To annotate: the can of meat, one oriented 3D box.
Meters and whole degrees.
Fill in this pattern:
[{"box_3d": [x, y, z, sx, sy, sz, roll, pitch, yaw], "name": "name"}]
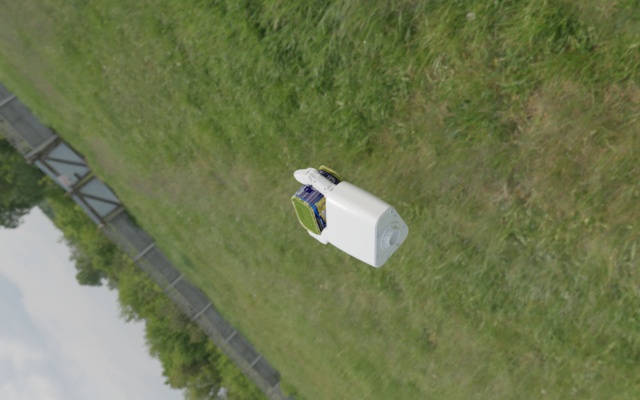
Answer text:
[{"box_3d": [0.000, 0.003, 0.865, 0.057, 0.084, 0.102, 31, -26, 32], "name": "can of meat"}]
